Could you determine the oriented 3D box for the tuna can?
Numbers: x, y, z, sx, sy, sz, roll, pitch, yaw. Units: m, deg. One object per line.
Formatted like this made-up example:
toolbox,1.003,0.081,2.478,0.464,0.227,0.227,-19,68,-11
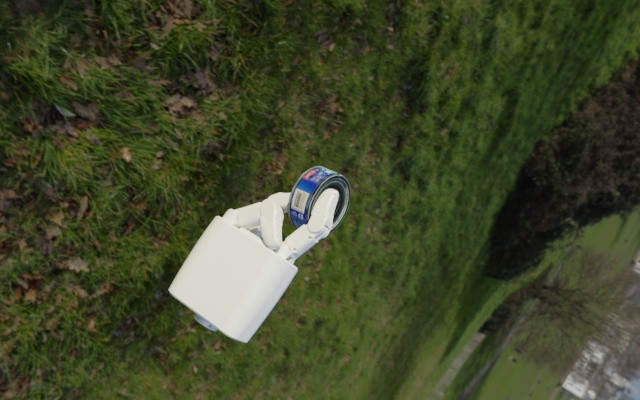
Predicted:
tuna can,0.001,0.002,0.604,0.033,0.086,0.086,23,14,35
